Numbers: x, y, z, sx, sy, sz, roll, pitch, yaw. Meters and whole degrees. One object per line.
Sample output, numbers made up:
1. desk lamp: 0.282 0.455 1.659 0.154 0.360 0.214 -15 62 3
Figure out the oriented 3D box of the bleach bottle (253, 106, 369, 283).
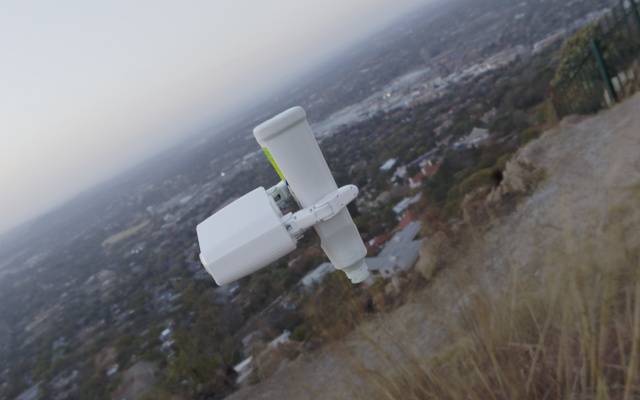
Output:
1. bleach bottle: 0.000 0.002 0.635 0.068 0.251 0.102 -30 13 -5
